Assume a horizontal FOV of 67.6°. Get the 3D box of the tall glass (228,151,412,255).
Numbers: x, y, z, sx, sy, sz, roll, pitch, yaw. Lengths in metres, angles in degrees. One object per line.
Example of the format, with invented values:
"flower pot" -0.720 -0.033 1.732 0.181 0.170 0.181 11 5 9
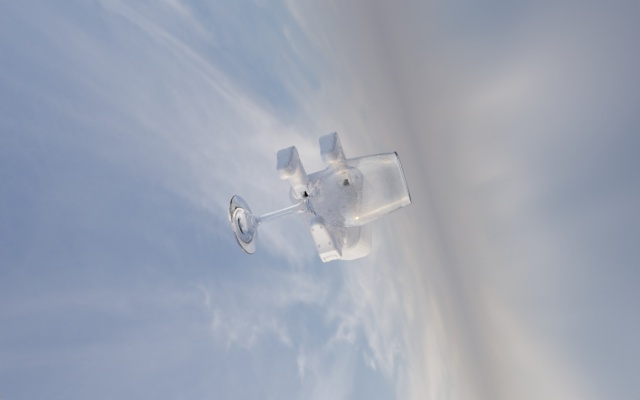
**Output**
"tall glass" -0.001 0.002 0.554 0.201 0.079 0.079 -17 -4 13
